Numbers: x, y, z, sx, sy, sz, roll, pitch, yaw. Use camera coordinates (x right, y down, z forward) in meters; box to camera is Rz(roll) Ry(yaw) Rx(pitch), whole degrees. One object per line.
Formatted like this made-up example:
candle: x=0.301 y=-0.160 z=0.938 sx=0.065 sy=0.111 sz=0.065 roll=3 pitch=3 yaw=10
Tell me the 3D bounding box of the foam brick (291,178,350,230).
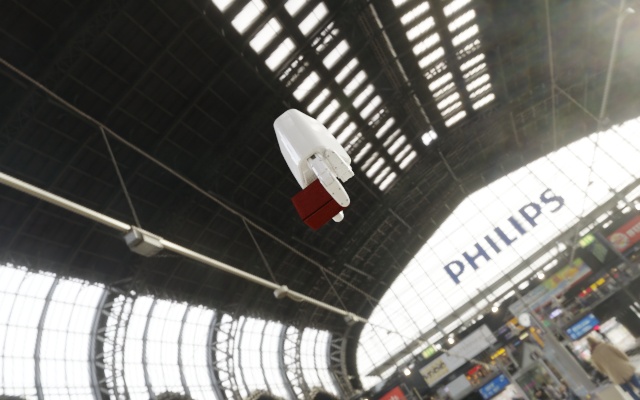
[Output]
foam brick: x=0.000 y=0.003 z=0.804 sx=0.078 sy=0.051 sz=0.053 roll=-37 pitch=-30 yaw=5
